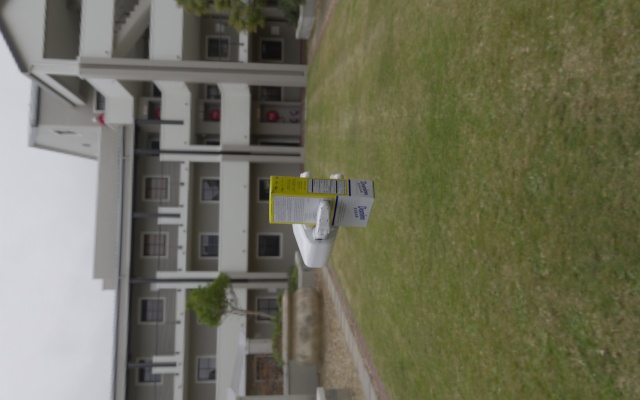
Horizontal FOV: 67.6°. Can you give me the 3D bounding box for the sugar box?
[{"bbox_3d":[0.000,0.002,0.832,0.176,0.048,0.093,1,-36,-5],"label":"sugar box"}]
